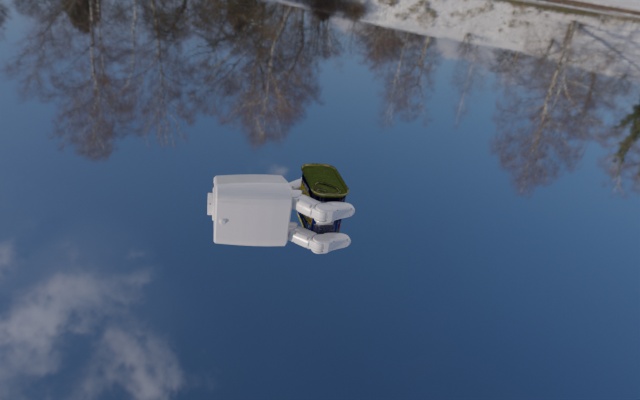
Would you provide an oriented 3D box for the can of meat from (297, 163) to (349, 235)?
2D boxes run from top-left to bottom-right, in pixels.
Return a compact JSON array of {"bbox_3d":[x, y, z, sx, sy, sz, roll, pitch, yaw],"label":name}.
[{"bbox_3d":[0.000,0.003,0.733,0.057,0.084,0.102,0,30,-17],"label":"can of meat"}]
